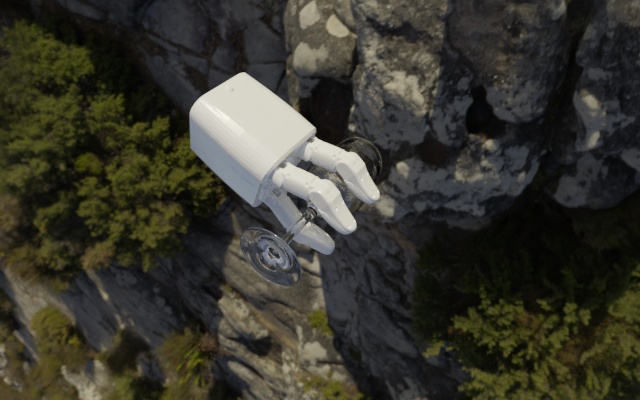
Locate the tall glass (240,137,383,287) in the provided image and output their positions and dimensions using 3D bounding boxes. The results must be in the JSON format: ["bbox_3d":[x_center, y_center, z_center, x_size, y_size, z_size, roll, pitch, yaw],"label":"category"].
[{"bbox_3d":[0.000,0.002,0.537,0.079,0.079,0.201,0,33,38],"label":"tall glass"}]
